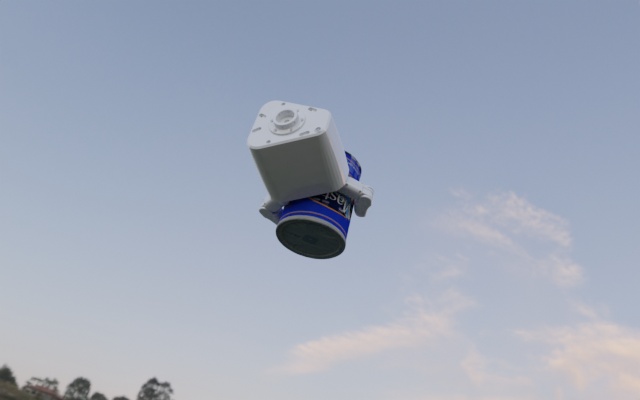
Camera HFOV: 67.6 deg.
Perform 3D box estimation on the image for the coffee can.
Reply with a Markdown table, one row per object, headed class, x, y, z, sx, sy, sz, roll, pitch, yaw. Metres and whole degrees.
| class | x | y | z | sx | sy | sz | roll | pitch | yaw |
| --- | --- | --- | --- | --- | --- | --- | --- | --- | --- |
| coffee can | 0.000 | 0.003 | 0.719 | 0.103 | 0.140 | 0.103 | 10 | -36 | 7 |
